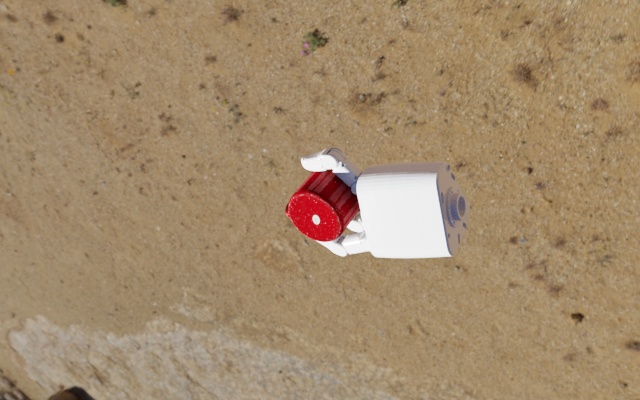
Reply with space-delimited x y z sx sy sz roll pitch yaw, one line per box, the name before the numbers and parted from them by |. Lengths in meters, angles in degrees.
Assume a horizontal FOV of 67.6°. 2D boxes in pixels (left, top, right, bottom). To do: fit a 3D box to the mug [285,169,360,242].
mug | -0.001 0.002 0.647 0.117 0.093 0.081 -5 31 37
